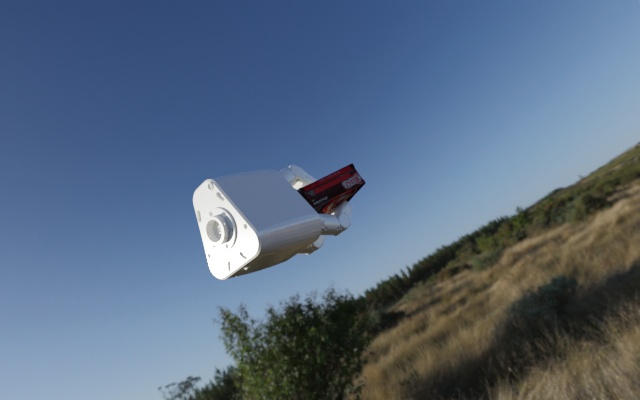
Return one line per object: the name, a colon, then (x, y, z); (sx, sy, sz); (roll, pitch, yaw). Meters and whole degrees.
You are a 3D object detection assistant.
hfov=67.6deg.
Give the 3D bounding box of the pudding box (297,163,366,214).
pudding box: (0.000, 0.002, 0.657); (0.090, 0.039, 0.113); (-26, -11, -27)
